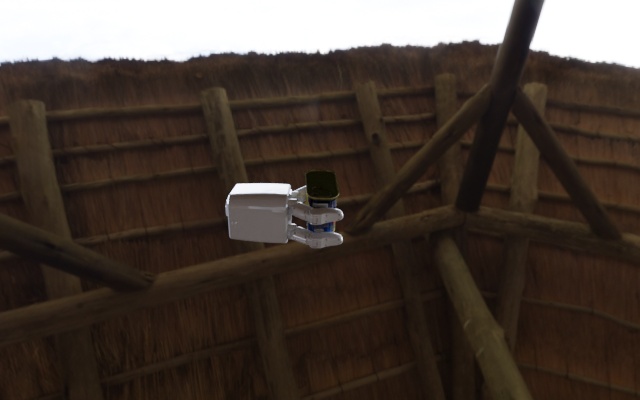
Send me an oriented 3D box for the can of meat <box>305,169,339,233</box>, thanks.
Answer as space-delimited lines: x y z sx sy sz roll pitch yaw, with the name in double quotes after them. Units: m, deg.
0.000 0.003 0.884 0.057 0.084 0.102 0 33 -5 "can of meat"
